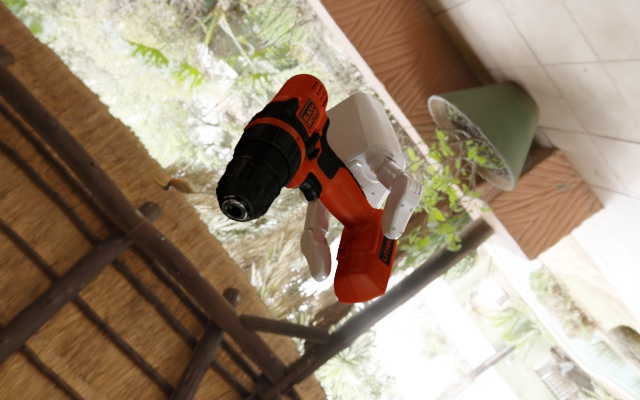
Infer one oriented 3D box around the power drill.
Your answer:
[{"bbox_3d":[0.000,0.002,0.414,0.057,0.188,0.184,-15,32,30],"label":"power drill"}]
